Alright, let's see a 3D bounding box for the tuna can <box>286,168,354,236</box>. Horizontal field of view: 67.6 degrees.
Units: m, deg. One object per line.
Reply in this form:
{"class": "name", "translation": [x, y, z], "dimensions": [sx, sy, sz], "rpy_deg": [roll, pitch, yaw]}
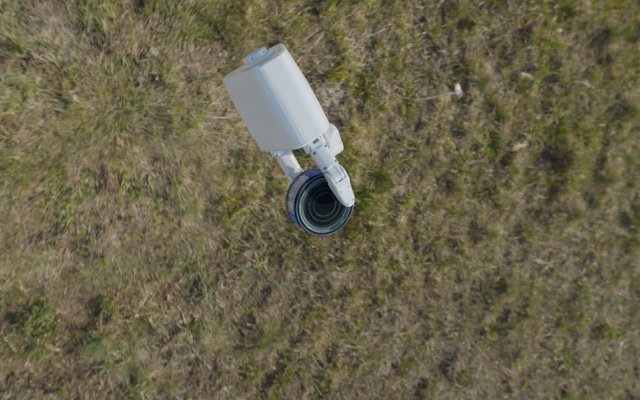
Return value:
{"class": "tuna can", "translation": [0.000, 0.002, 0.623], "dimensions": [0.086, 0.086, 0.033], "rpy_deg": [0, 15, -26]}
